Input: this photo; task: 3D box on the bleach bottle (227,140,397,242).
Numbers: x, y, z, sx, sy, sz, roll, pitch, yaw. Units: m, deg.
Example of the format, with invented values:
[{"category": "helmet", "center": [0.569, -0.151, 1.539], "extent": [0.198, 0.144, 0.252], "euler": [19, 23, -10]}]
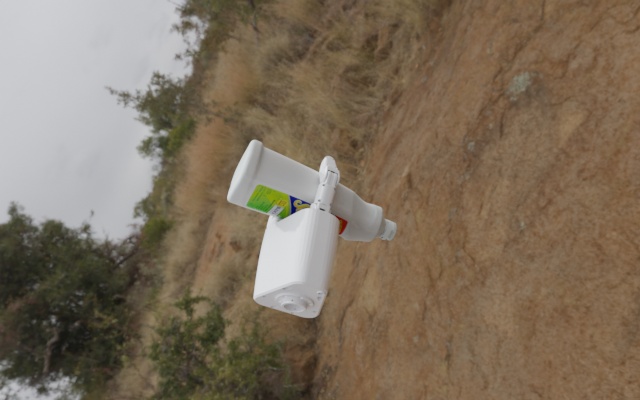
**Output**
[{"category": "bleach bottle", "center": [0.000, 0.002, 0.690], "extent": [0.251, 0.068, 0.103], "euler": [20, -35, -16]}]
